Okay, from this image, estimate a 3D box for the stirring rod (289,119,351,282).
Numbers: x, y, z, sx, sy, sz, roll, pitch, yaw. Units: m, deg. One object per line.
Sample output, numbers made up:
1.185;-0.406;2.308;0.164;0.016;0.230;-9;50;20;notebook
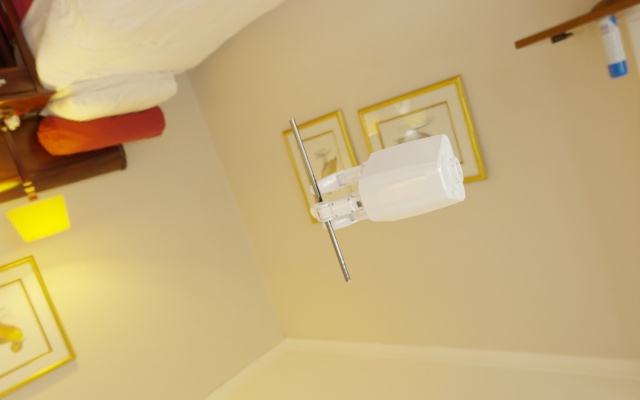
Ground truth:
0.000;0.002;0.667;0.011;0.239;0.011;-19;7;2;stirring rod
